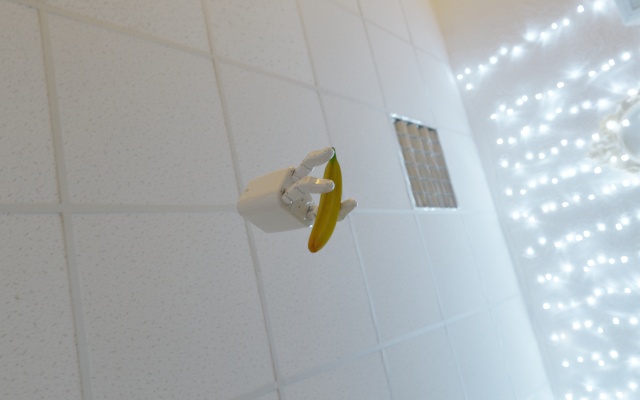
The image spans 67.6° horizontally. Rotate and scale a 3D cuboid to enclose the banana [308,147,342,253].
[{"bbox_3d":[0.009,0.008,0.829,0.037,0.197,0.070,-5,-29,27],"label":"banana"}]
